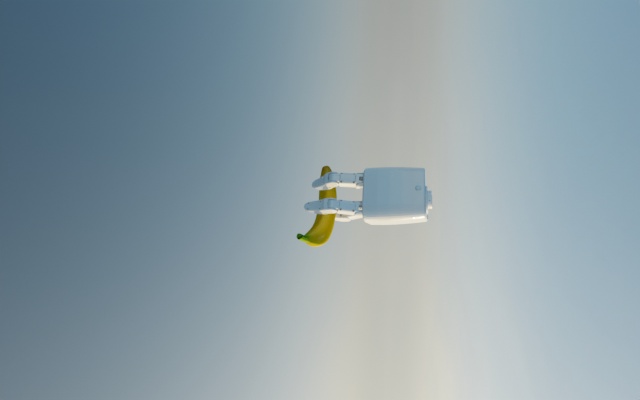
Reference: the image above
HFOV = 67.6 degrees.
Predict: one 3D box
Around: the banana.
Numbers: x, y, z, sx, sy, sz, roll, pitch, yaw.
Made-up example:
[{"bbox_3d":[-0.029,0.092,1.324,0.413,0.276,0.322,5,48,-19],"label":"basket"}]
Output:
[{"bbox_3d":[0.005,0.019,0.881,0.037,0.070,0.197,-5,40,21],"label":"banana"}]
